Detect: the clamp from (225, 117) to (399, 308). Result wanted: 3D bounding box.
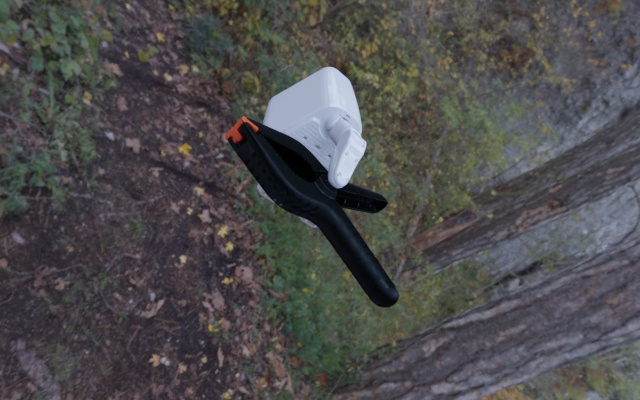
[{"bbox_3d":[0.000,0.001,0.453,0.210,0.164,0.036,35,-62,-27],"label":"clamp"}]
